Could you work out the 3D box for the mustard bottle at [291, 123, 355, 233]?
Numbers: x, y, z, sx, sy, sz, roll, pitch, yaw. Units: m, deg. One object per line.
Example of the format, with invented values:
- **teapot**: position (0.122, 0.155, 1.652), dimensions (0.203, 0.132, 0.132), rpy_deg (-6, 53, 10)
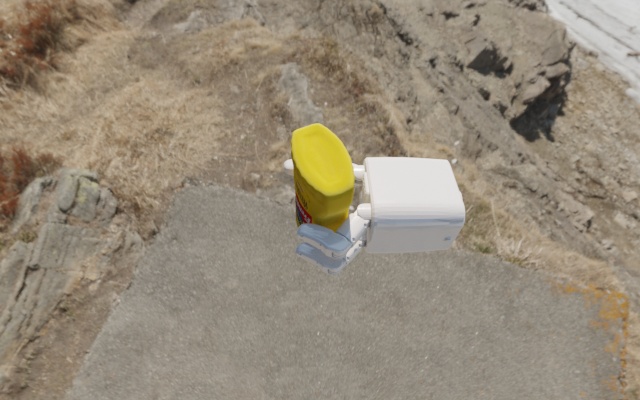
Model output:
- **mustard bottle**: position (0.000, 0.002, 0.574), dimensions (0.058, 0.096, 0.192), rpy_deg (-22, -27, -13)
